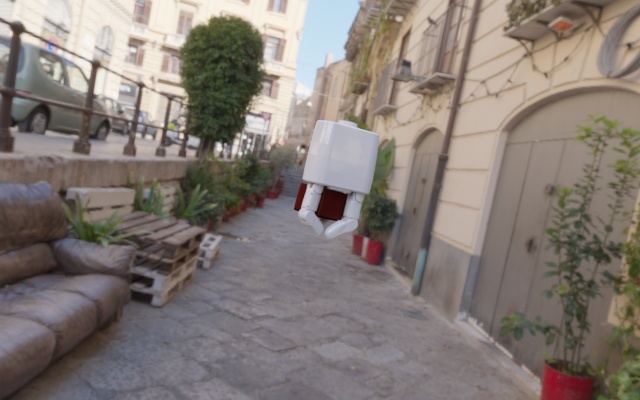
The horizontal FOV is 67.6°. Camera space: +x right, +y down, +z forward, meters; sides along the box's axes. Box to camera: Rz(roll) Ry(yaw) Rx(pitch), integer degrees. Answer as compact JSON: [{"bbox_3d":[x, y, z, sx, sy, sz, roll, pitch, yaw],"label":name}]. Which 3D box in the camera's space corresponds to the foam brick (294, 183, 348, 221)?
[{"bbox_3d":[0.000,0.003,0.842,0.053,0.051,0.078,12,1,-40],"label":"foam brick"}]
